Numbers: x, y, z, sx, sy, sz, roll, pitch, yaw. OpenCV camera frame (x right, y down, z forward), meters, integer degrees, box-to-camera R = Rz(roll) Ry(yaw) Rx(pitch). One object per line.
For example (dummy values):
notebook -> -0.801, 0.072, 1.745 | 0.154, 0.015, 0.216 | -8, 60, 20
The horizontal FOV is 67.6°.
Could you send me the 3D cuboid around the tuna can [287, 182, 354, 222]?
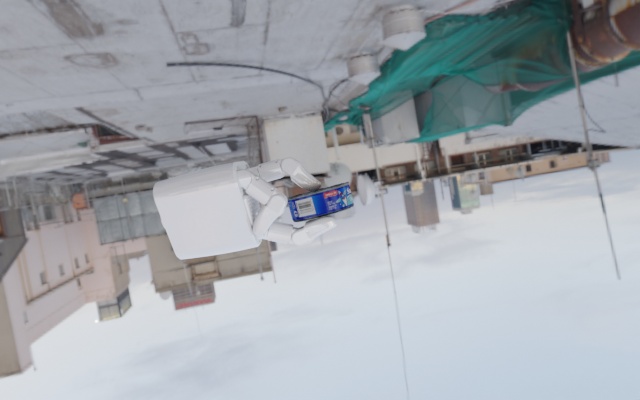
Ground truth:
tuna can -> 0.000, 0.003, 0.632 | 0.086, 0.034, 0.086 | -15, 3, 1
